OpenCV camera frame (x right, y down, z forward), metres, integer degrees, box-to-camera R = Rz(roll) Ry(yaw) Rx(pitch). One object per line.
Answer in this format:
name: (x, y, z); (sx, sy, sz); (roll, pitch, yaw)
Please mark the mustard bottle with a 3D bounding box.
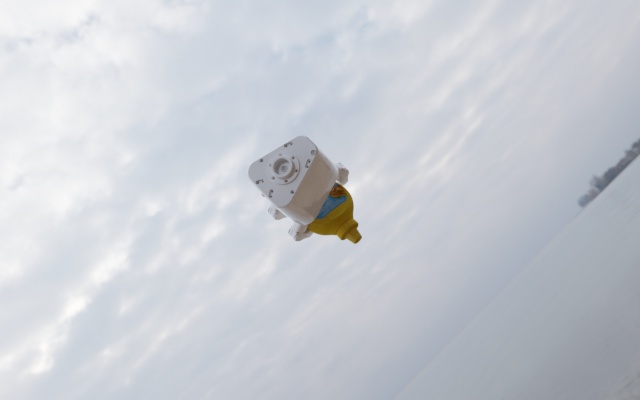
mustard bottle: (0.000, 0.003, 0.823); (0.096, 0.191, 0.058); (-36, -23, -21)
